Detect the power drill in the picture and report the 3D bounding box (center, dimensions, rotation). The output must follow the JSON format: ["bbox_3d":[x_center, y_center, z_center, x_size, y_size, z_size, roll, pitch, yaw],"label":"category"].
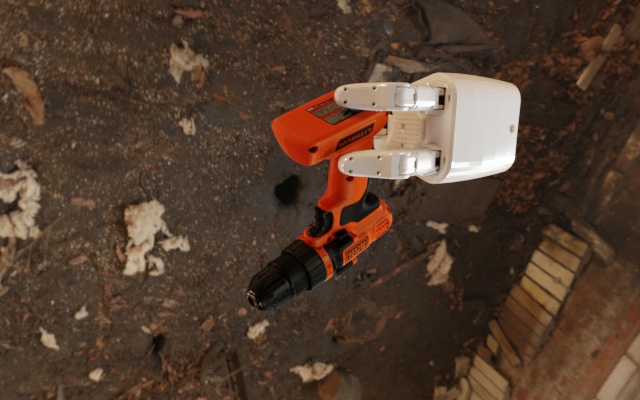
[{"bbox_3d":[0.000,0.001,0.449,0.057,0.188,0.184,34,52,32],"label":"power drill"}]
